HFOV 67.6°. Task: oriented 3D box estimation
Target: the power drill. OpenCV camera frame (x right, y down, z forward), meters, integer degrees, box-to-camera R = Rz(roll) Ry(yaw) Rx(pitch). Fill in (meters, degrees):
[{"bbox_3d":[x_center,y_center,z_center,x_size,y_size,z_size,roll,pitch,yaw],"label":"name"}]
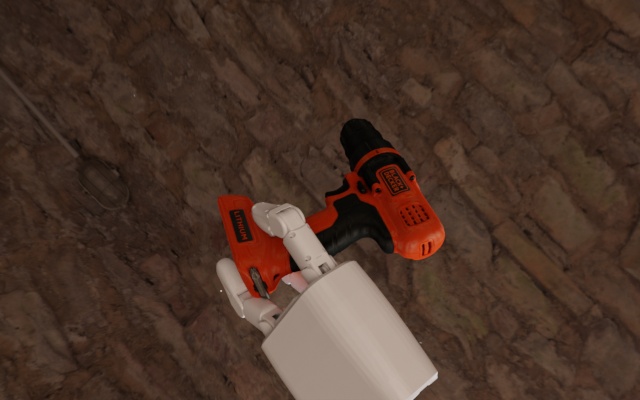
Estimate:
[{"bbox_3d":[0.000,0.002,0.463,0.187,0.184,0.057,-21,-43,-5],"label":"power drill"}]
